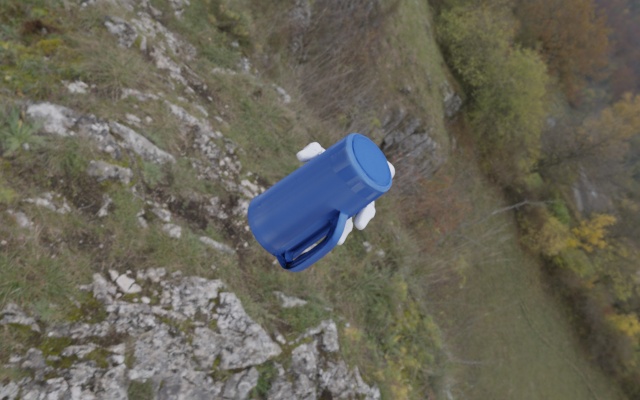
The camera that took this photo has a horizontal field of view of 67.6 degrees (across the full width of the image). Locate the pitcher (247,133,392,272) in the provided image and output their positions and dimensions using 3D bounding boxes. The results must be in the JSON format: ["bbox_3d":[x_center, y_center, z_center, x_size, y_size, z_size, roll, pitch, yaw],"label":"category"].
[{"bbox_3d":[0.000,0.003,0.806,0.243,0.149,0.145,-34,3,34],"label":"pitcher"}]
